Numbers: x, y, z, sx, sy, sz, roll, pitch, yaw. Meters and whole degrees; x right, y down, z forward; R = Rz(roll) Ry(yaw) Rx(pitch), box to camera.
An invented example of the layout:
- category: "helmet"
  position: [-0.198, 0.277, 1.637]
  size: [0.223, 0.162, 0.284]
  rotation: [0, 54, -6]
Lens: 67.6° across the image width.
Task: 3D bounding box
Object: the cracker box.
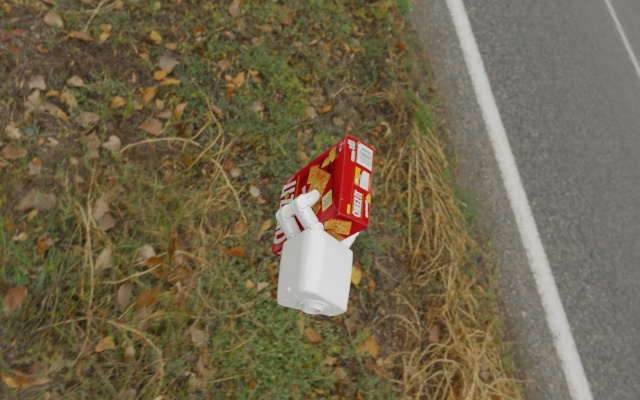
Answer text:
- category: "cracker box"
  position: [0.000, 0.003, 0.864]
  size: [0.072, 0.164, 0.214]
  rotation: [26, -36, -27]
